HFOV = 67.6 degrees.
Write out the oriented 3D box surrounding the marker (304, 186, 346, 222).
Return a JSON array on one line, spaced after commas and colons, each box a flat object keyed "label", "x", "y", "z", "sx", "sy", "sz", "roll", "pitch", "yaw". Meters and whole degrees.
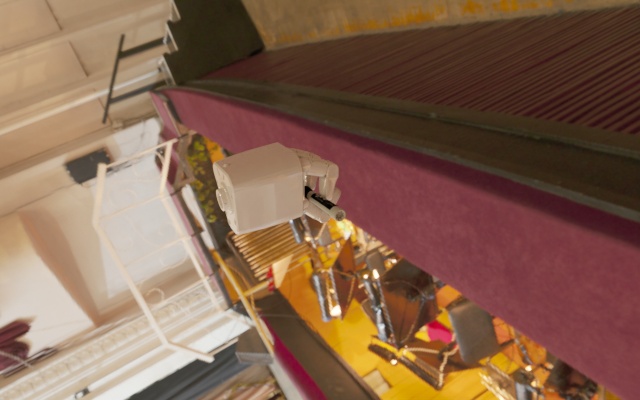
[{"label": "marker", "x": 0.000, "y": 0.002, "z": 0.715, "sx": 0.020, "sy": 0.020, "sz": 0.121, "roll": 0, "pitch": 18, "yaw": -29}]
